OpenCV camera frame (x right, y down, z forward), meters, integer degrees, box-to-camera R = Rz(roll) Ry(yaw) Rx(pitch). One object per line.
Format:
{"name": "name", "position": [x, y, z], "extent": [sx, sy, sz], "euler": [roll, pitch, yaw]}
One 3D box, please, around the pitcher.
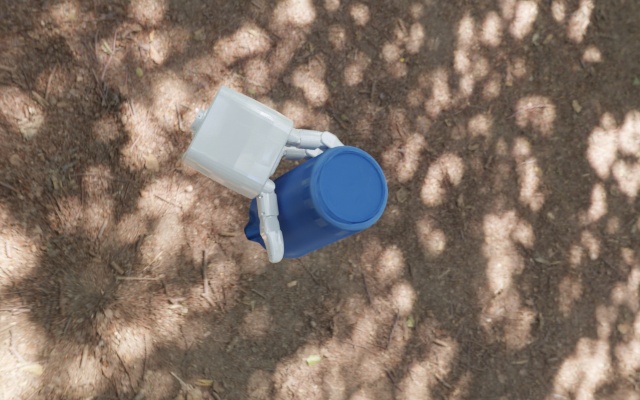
{"name": "pitcher", "position": [0.000, 0.002, 0.686], "extent": [0.145, 0.149, 0.243], "euler": [27, -20, -16]}
